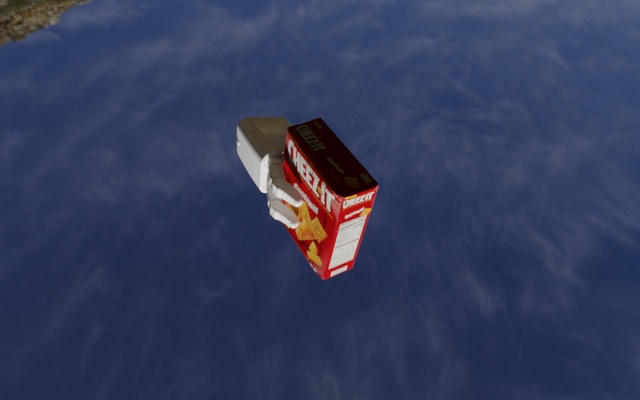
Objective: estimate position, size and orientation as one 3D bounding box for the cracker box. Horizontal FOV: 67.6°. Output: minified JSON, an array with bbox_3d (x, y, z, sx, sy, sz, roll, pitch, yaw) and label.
[{"bbox_3d":[0.000,0.003,0.777,0.072,0.164,0.214,-21,-35,-25],"label":"cracker box"}]
